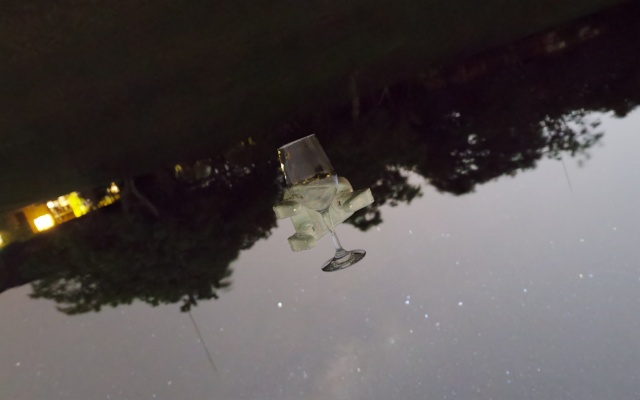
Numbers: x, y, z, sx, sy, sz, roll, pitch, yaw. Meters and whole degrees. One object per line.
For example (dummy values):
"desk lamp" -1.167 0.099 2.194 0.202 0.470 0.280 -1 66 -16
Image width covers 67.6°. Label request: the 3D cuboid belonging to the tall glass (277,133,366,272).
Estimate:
"tall glass" 0.000 0.003 0.725 0.079 0.201 0.079 -21 9 4
